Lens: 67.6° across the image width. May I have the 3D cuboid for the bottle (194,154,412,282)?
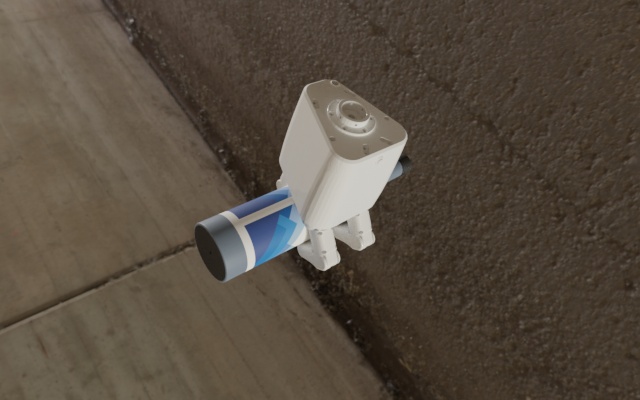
[{"bbox_3d":[0.000,0.002,0.565,0.295,0.069,0.069,-25,14,-32],"label":"bottle"}]
